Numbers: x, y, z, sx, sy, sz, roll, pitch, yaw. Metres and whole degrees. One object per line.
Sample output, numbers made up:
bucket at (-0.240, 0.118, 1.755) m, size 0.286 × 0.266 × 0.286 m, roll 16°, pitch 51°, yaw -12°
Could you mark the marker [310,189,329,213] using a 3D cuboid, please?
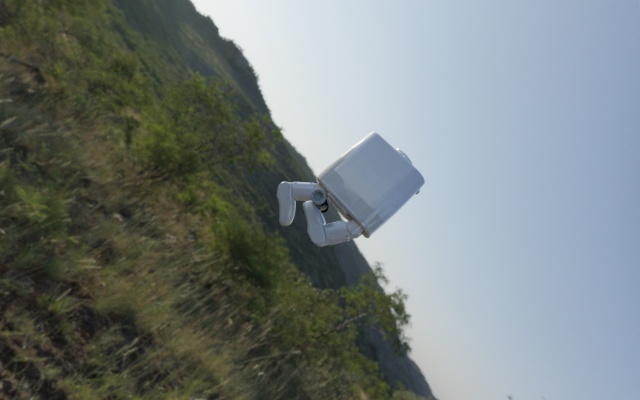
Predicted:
marker at (0.000, 0.002, 0.648) m, size 0.020 × 0.020 × 0.121 m, roll 0°, pitch -7°, yaw 3°
